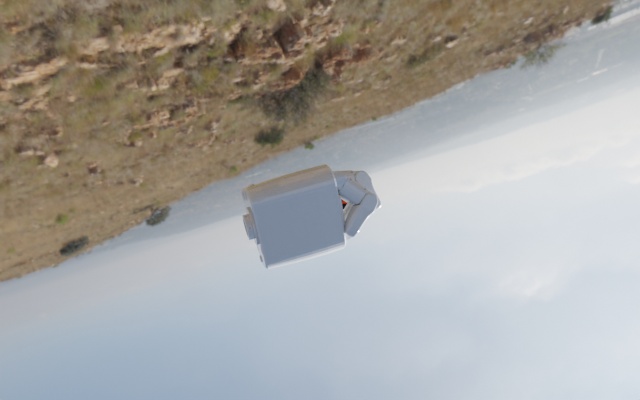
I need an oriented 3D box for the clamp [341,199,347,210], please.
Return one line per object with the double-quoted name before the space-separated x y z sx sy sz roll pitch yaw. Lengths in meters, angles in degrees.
"clamp" 0.000 0.003 0.713 0.120 0.039 0.171 -13 0 -14
